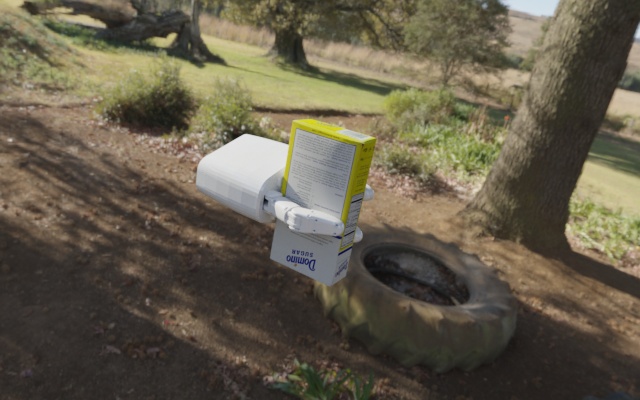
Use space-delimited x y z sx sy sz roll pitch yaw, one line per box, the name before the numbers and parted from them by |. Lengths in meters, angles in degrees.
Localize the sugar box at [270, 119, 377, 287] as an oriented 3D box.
sugar box | 0.000 0.002 0.561 0.093 0.176 0.048 22 23 26
